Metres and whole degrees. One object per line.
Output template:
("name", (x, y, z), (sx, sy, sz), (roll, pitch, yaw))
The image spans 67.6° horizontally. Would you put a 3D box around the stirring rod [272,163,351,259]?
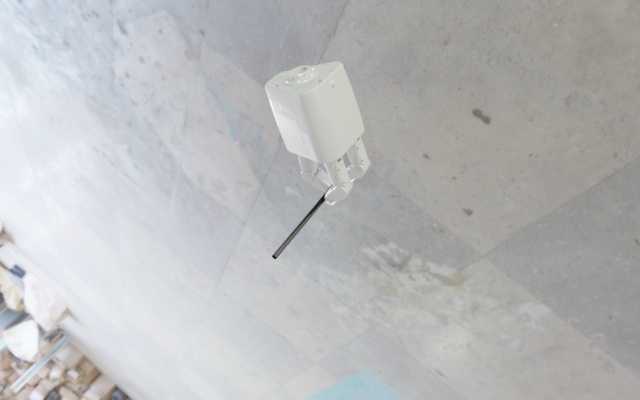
("stirring rod", (0.000, 0.002, 0.716), (0.011, 0.011, 0.239), (0, 38, 42))
